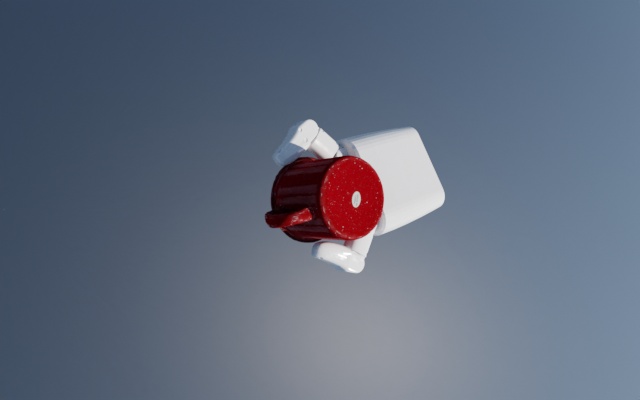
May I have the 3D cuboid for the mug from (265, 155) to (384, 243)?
[{"bbox_3d":[-0.001,0.002,0.475,0.117,0.093,0.081,-19,9,-34],"label":"mug"}]
